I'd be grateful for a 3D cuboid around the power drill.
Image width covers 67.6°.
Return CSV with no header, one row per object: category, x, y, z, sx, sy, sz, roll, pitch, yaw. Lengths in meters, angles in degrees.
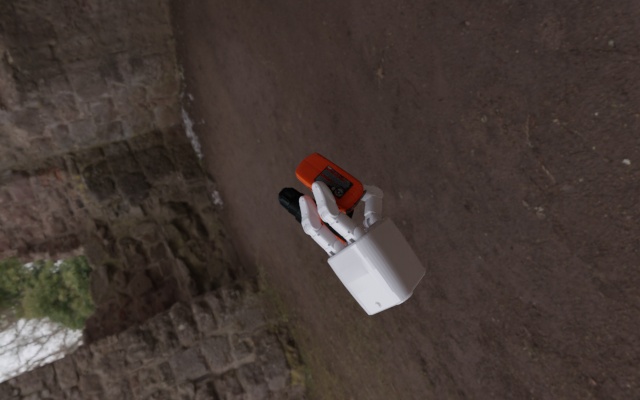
power drill,0.000,0.003,0.792,0.184,0.057,0.188,35,-23,16
